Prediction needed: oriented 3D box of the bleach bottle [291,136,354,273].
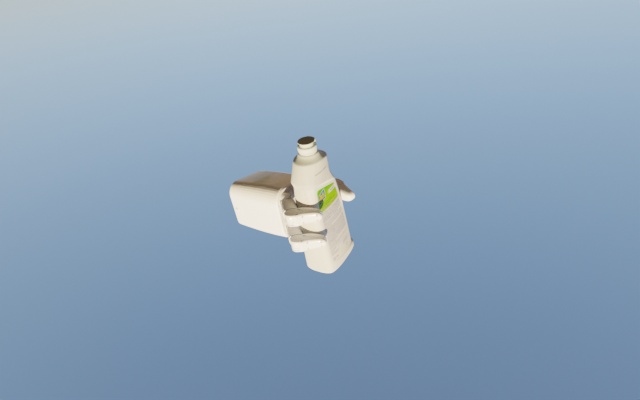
[{"bbox_3d":[0.000,0.003,0.820,0.068,0.251,0.102,11,40,27],"label":"bleach bottle"}]
